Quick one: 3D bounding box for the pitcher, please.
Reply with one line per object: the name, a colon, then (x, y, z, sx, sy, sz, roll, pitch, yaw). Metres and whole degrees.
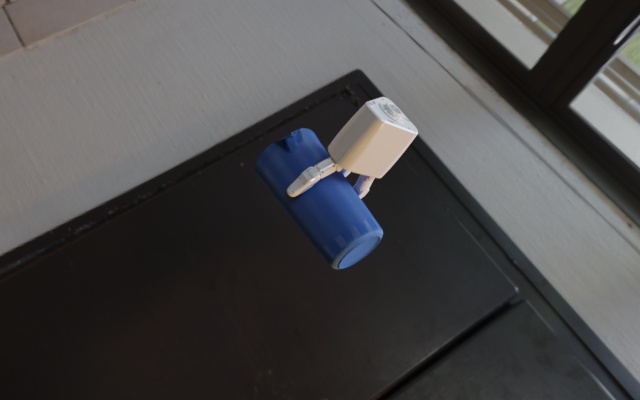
pitcher: (0.000, 0.003, 0.859, 0.149, 0.242, 0.145, -4, -39, -54)
